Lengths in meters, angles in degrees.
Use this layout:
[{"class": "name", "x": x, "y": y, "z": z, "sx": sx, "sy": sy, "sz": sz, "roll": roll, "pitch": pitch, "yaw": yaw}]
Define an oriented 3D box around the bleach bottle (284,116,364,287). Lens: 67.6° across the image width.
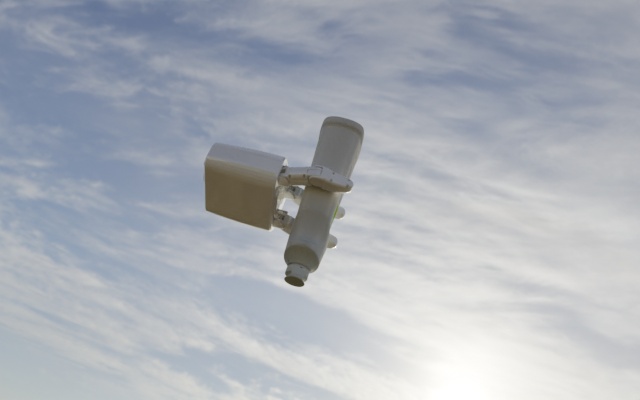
[{"class": "bleach bottle", "x": 0.000, "y": 0.002, "z": 0.681, "sx": 0.068, "sy": 0.250, "sz": 0.103, "roll": 15, "pitch": -34, "yaw": 5}]
